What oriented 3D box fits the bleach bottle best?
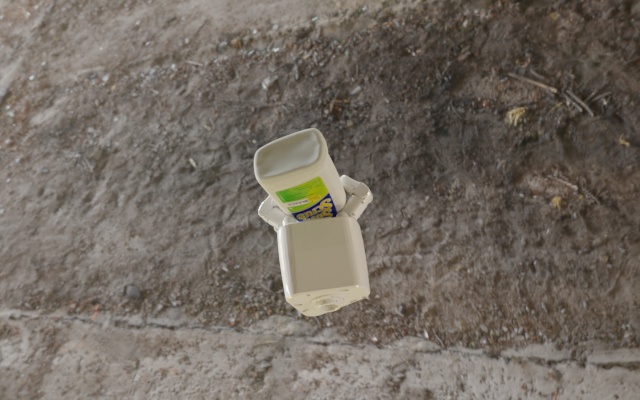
[{"bbox_3d":[0.000,0.002,0.702,0.102,0.068,0.251,-18,-34,13],"label":"bleach bottle"}]
